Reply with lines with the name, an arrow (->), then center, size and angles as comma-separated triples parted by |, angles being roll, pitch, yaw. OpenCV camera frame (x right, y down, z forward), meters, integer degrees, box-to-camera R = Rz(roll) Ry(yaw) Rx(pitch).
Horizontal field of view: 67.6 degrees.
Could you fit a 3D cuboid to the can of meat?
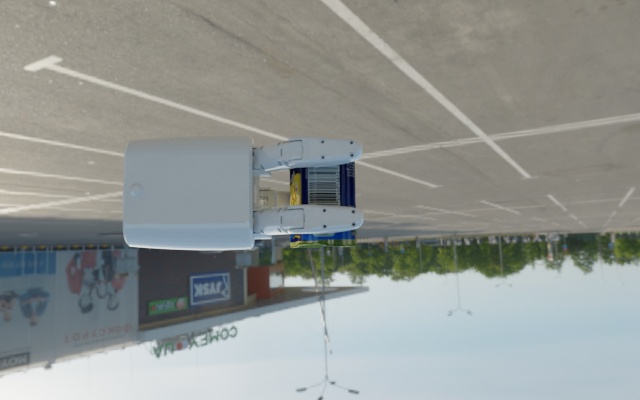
can of meat -> 0.000, 0.002, 0.442 | 0.057, 0.084, 0.102 | 0, -6, -9
